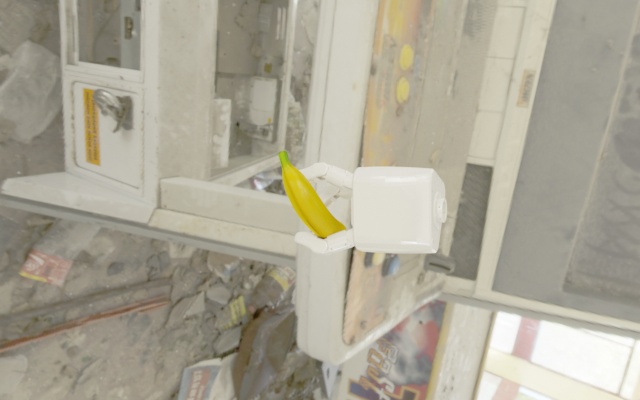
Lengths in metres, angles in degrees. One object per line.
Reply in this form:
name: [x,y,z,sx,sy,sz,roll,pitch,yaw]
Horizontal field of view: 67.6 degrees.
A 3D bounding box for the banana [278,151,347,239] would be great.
banana: [-0.003,0.015,0.676,0.037,0.069,0.198,-13,-43,21]
